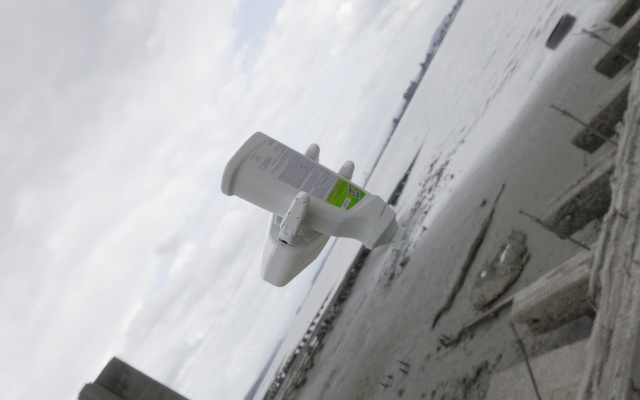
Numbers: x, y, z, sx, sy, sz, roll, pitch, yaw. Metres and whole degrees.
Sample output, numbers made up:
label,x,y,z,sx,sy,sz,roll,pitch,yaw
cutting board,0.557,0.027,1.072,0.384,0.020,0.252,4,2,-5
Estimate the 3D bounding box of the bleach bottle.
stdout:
label,x,y,z,sx,sy,sz,roll,pitch,yaw
bleach bottle,0.000,0.002,0.640,0.251,0.102,0.068,28,-42,4
